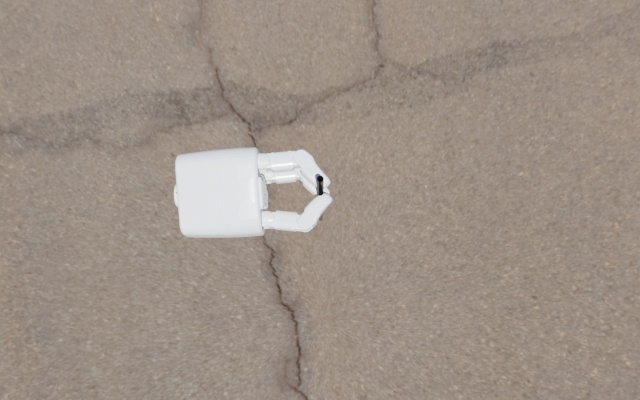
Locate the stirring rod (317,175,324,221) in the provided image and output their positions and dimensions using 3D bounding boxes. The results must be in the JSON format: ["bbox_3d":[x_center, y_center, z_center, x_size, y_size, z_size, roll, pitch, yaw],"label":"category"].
[{"bbox_3d":[0.000,0.002,0.683,0.011,0.011,0.239,0,-13,0],"label":"stirring rod"}]
